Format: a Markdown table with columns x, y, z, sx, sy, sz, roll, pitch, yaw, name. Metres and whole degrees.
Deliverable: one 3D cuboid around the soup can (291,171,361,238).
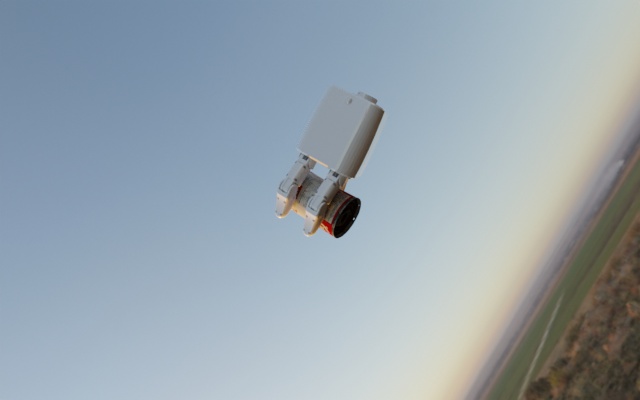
| x | y | z | sx | sy | sz | roll | pitch | yaw | name |
| --- | --- | --- | --- | --- | --- | --- | --- | --- | --- |
| 0.000 | 0.003 | 0.716 | 0.102 | 0.068 | 0.068 | 31 | 14 | 24 | soup can |
